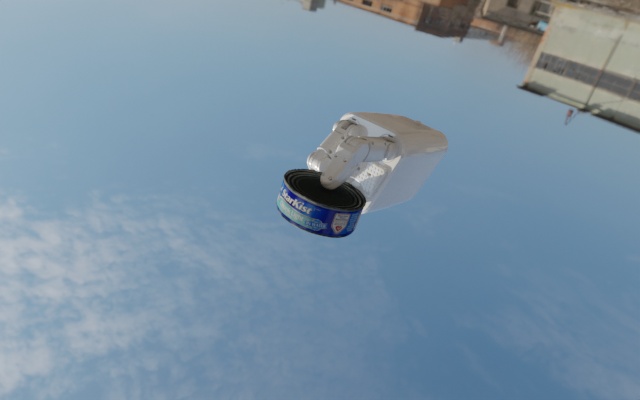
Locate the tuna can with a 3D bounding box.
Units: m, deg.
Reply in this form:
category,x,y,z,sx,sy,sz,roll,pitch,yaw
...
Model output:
category,x,y,z,sx,sy,sz,roll,pitch,yaw
tuna can,0.000,0.002,0.479,0.086,0.034,0.086,16,23,-7
